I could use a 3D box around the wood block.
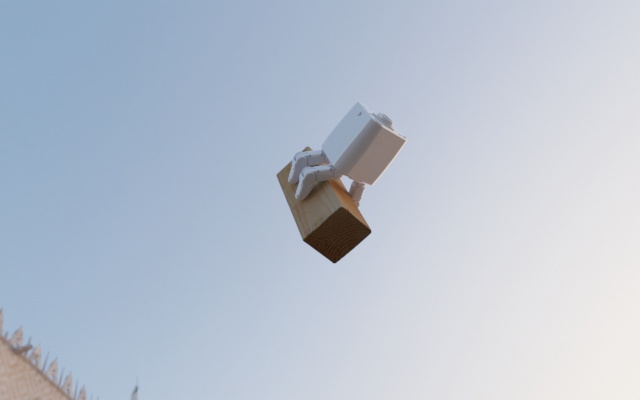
[{"bbox_3d":[0.001,0.003,0.867,0.091,0.090,0.206,39,15,-36],"label":"wood block"}]
